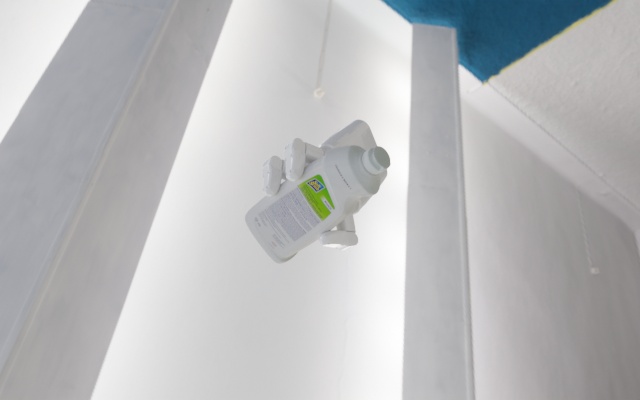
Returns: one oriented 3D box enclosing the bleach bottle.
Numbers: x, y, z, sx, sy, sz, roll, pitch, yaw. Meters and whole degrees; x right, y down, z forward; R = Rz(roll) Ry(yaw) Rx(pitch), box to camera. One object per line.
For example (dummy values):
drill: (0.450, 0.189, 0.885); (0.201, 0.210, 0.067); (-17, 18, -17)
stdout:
bleach bottle: (0.000, 0.002, 0.644); (0.251, 0.102, 0.068); (-31, 9, 44)
